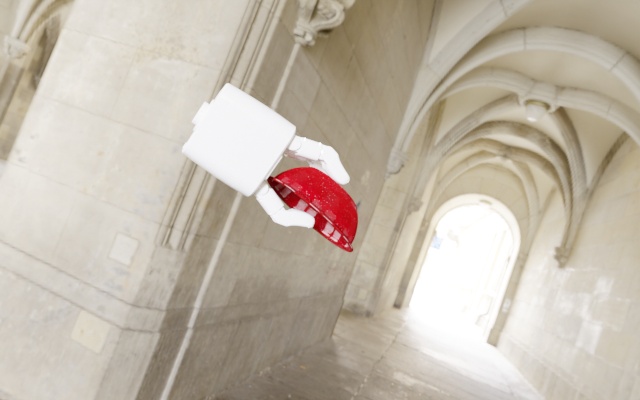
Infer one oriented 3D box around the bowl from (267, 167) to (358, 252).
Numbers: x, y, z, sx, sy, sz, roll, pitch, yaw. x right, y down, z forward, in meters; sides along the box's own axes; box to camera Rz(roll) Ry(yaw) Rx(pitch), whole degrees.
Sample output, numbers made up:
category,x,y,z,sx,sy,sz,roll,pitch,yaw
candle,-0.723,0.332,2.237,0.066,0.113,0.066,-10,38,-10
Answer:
category,x,y,z,sx,sy,sz,roll,pitch,yaw
bowl,0.001,0.003,0.687,0.162,0.055,0.162,40,-11,9
